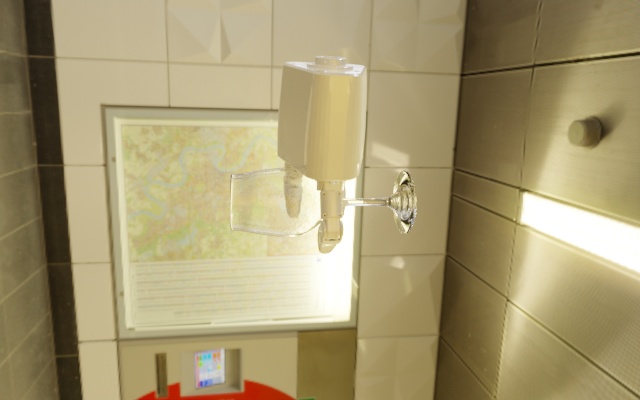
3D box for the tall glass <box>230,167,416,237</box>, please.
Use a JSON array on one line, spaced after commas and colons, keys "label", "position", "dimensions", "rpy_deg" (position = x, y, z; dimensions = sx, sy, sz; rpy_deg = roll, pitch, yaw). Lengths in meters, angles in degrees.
[{"label": "tall glass", "position": [0.001, 0.002, 0.539], "dimensions": [0.201, 0.079, 0.079], "rpy_deg": [0, 0, -10]}]
